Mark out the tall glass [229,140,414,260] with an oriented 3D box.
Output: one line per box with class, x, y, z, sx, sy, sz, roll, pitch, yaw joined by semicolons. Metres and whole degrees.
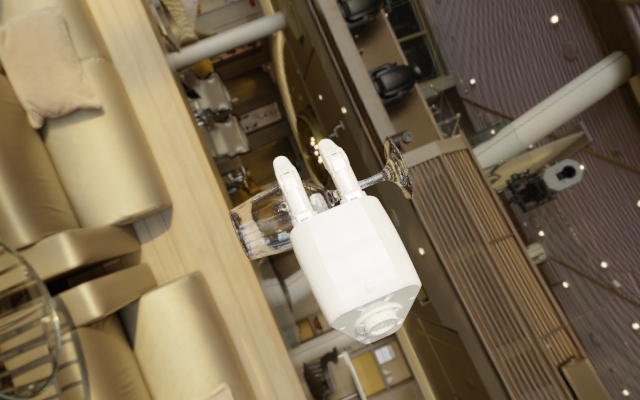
tall glass;0.001;0.001;0.550;0.201;0.079;0.079;-22;2;-4
